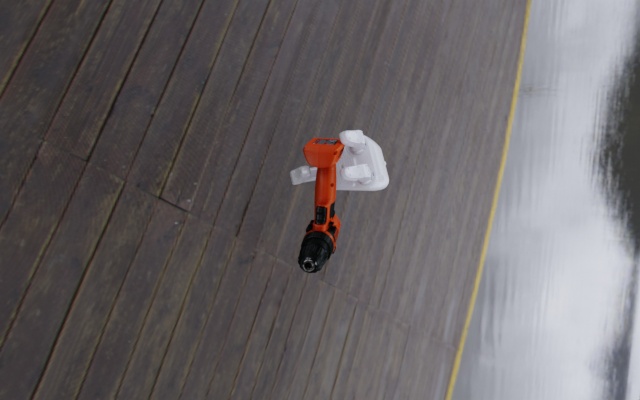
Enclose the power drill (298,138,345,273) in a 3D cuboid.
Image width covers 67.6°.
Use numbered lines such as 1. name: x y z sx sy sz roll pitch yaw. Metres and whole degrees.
1. power drill: 0.000 0.002 0.752 0.057 0.188 0.184 6 18 7
